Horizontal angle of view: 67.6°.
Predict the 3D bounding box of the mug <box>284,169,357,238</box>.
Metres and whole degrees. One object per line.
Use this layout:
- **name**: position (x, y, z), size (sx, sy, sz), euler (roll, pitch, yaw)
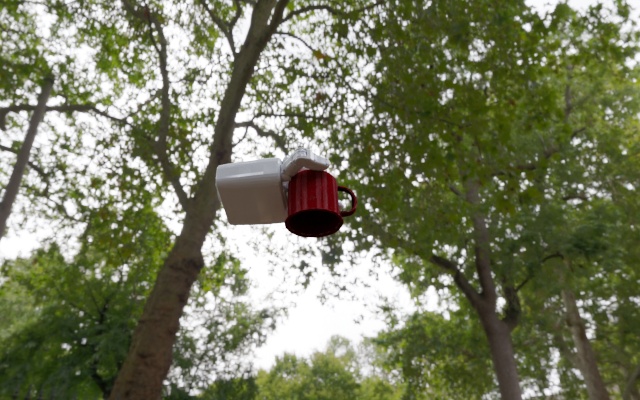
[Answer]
- **mug**: position (0.002, 0.002, 0.769), size (0.117, 0.081, 0.093), euler (-4, -32, 3)
